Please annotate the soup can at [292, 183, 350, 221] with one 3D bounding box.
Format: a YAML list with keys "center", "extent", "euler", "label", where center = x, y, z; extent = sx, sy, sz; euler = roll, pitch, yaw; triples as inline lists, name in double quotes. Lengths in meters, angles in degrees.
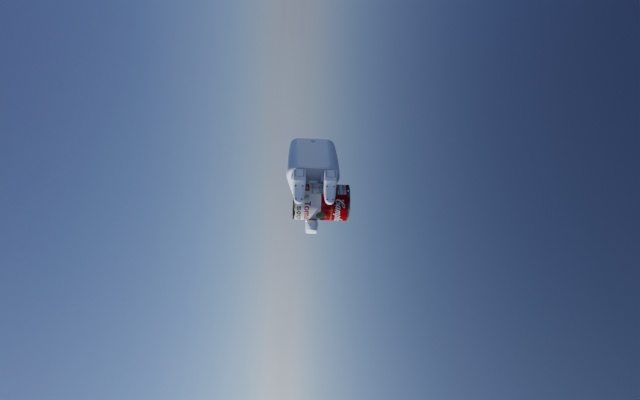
- center: [0.000, 0.003, 0.873]
  extent: [0.102, 0.068, 0.068]
  euler: [2, 0, -4]
  label: "soup can"
